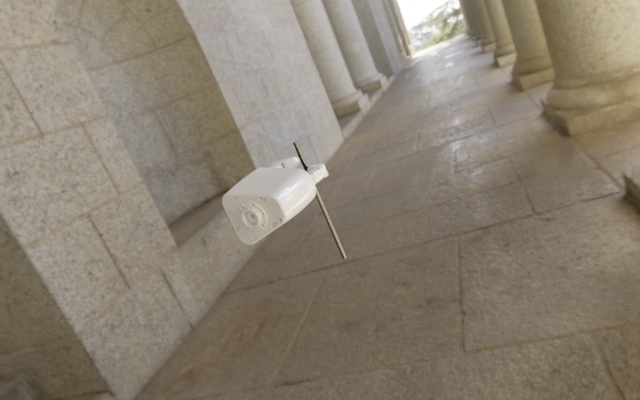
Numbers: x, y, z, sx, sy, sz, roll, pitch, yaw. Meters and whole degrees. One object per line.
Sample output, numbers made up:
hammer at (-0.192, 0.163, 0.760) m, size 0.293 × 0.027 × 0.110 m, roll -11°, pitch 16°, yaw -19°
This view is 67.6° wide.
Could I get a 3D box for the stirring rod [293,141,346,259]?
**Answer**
stirring rod at (0.000, 0.003, 0.882) m, size 0.011 × 0.239 × 0.011 m, roll -22°, pitch 15°, yaw 6°
